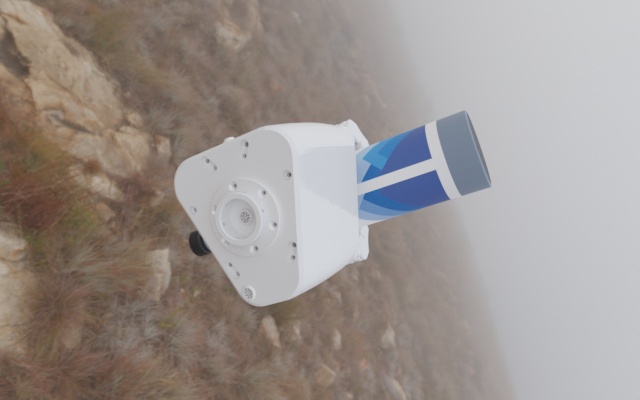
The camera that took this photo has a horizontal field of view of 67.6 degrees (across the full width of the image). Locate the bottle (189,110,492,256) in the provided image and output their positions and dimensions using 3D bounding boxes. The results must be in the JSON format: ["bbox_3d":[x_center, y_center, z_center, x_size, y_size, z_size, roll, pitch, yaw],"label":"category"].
[{"bbox_3d":[0.000,0.001,0.444,0.296,0.069,0.069,-19,-7,22],"label":"bottle"}]
